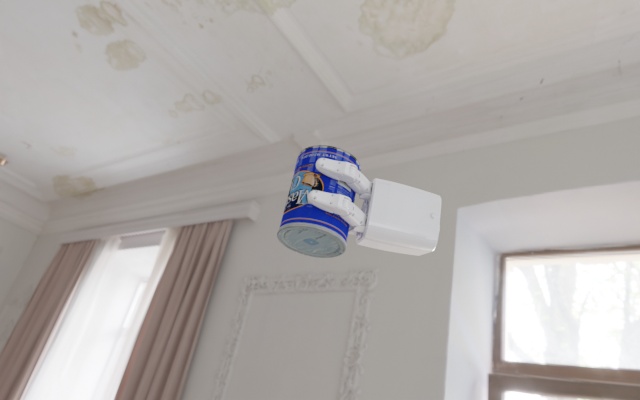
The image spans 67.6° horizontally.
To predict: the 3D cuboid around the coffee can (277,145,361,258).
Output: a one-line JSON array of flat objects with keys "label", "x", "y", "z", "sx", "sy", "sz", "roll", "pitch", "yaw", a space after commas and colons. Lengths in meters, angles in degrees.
[{"label": "coffee can", "x": 0.000, "y": 0.002, "z": 0.726, "sx": 0.103, "sy": 0.140, "sz": 0.103, "roll": 10, "pitch": -29, "yaw": 5}]
